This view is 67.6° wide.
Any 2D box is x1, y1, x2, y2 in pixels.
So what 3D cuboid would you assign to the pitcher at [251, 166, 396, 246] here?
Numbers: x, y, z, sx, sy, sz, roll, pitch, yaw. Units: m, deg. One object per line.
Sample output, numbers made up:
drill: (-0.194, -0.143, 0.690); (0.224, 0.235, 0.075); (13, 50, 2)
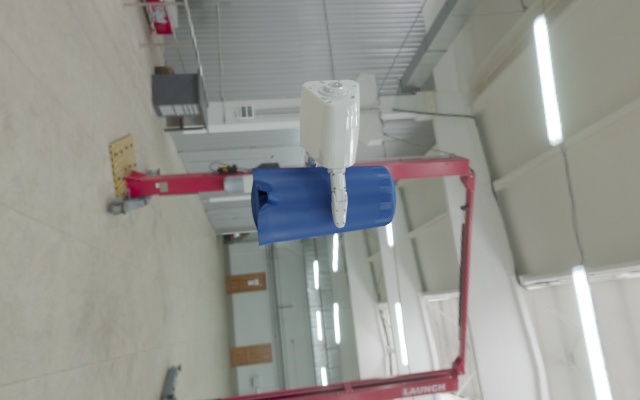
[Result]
pitcher: (0.000, 0.003, 0.843); (0.243, 0.145, 0.149); (-5, 33, -8)
